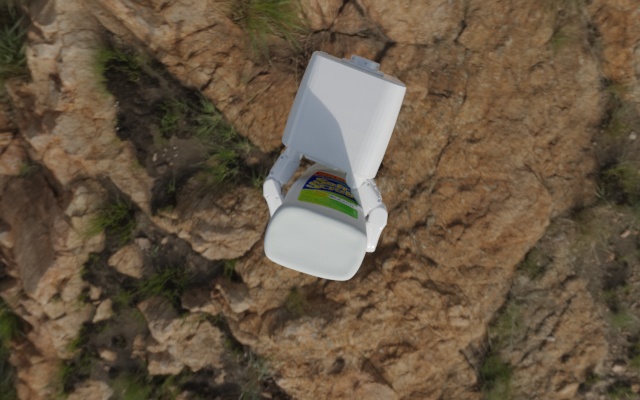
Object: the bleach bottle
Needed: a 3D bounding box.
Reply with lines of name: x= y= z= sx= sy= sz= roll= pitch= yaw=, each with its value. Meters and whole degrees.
bleach bottle: x=0.000 y=0.002 z=0.575 sx=0.102 sy=0.068 sz=0.250 roll=19 pitch=19 yaw=-5
